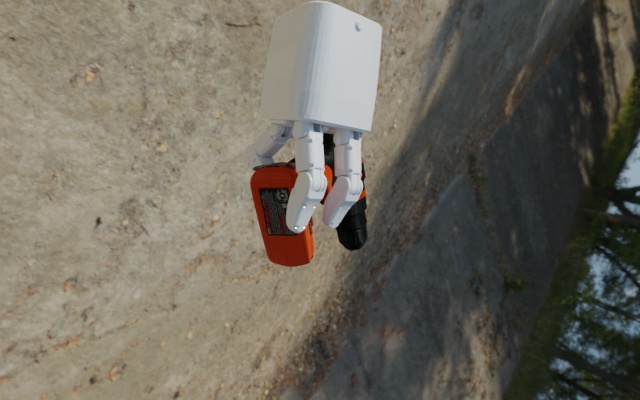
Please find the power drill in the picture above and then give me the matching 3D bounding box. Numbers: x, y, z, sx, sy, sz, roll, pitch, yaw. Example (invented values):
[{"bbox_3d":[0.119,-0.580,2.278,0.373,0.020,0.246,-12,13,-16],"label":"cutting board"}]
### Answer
[{"bbox_3d":[0.000,0.002,0.552,0.057,0.184,0.187,-4,19,27],"label":"power drill"}]
